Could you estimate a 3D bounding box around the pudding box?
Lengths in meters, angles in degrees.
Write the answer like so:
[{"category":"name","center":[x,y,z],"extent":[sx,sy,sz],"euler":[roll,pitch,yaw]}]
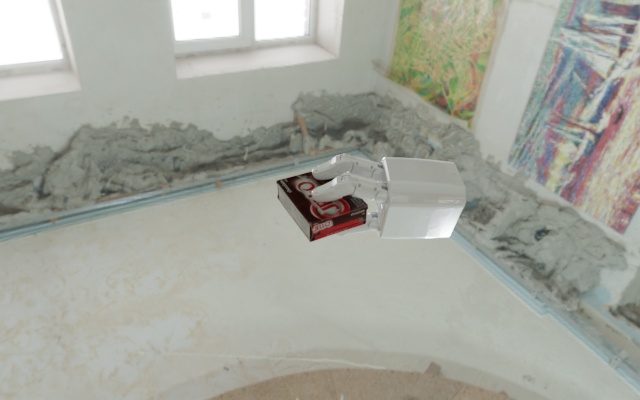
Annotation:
[{"category":"pudding box","center":[0.000,0.002,0.677],"extent":[0.090,0.039,0.113],"euler":[-16,38,-24]}]
